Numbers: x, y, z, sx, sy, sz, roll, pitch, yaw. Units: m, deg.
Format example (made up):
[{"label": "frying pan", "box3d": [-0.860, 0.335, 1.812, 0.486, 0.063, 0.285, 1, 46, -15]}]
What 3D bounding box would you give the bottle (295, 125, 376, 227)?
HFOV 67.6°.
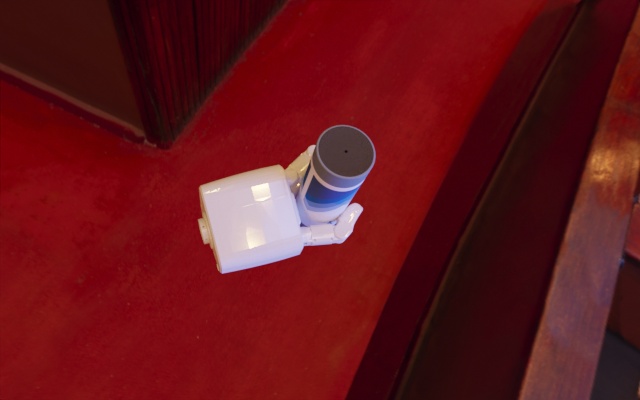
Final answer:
[{"label": "bottle", "box3d": [0.000, 0.002, 0.649, 0.069, 0.069, 0.296, 0, -22, -12]}]
